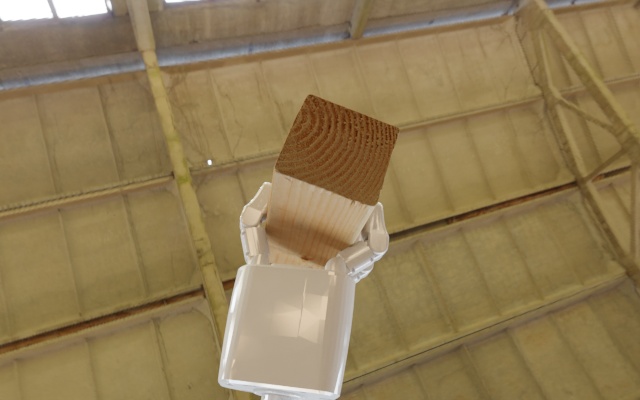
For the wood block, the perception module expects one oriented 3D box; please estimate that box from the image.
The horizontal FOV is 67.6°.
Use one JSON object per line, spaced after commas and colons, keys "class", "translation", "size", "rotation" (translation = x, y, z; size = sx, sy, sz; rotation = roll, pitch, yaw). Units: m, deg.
{"class": "wood block", "translation": [0.000, 0.002, 0.493], "size": [0.091, 0.090, 0.206], "rotation": [21, -29, 0]}
